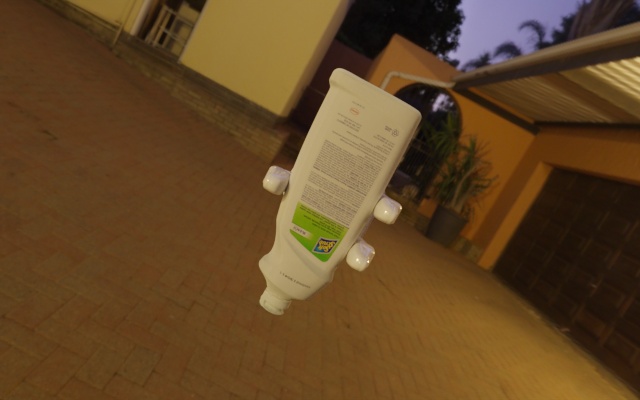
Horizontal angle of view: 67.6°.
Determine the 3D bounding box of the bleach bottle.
[{"bbox_3d":[0.000,0.002,0.492,0.102,0.251,0.068,29,9,1],"label":"bleach bottle"}]
